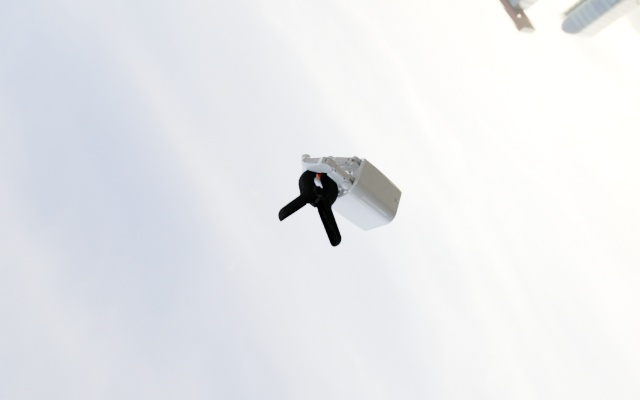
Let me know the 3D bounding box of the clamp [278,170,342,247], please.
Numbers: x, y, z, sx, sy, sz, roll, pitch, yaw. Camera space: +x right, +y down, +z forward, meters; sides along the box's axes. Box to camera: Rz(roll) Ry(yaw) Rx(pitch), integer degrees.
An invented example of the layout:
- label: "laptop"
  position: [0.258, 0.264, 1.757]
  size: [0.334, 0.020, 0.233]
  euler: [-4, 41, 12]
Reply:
- label: "clamp"
  position: [0.000, 0.003, 0.854]
  size: [0.120, 0.171, 0.039]
  euler: [38, -45, -15]
